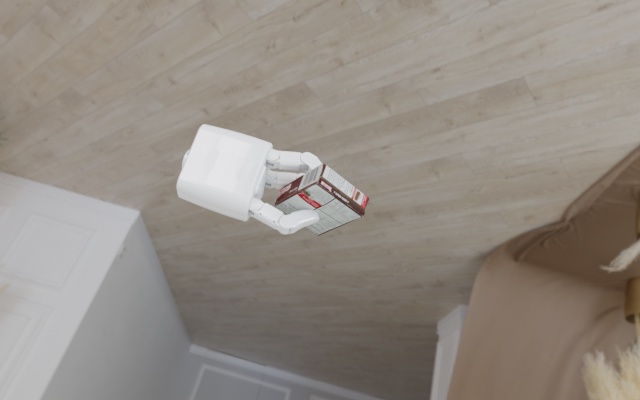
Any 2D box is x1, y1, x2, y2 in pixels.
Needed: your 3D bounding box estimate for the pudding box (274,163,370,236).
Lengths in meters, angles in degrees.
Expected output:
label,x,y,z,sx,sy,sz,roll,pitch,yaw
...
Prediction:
label,x,y,z,sx,sy,sz,roll,pitch,yaw
pudding box,0.000,0.002,0.693,0.090,0.039,0.113,35,-34,-23
